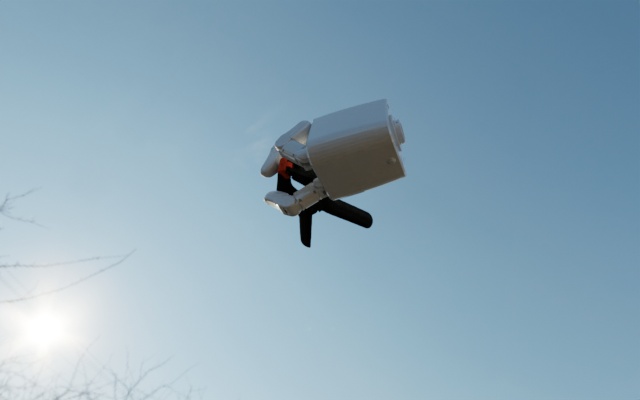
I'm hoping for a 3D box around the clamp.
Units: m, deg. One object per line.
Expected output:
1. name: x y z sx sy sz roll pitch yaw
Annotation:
1. clamp: 0.000 0.002 0.689 0.120 0.039 0.172 -18 -46 12
